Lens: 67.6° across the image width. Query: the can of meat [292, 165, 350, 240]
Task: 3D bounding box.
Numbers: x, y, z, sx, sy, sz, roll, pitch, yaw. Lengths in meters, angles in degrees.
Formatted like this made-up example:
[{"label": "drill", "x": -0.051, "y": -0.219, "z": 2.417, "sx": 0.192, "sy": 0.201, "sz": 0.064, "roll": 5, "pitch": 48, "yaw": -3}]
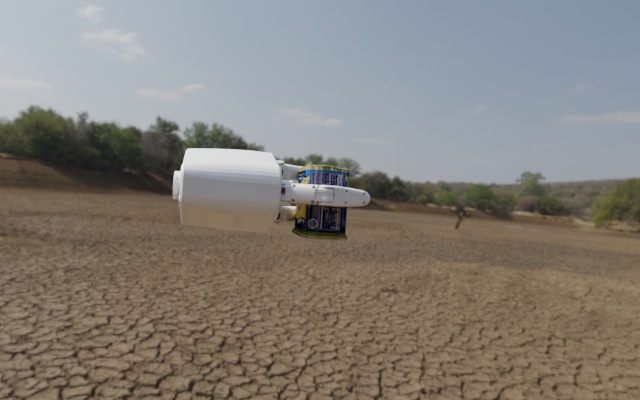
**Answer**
[{"label": "can of meat", "x": 0.000, "y": 0.002, "z": 0.586, "sx": 0.057, "sy": 0.084, "sz": 0.102, "roll": 4, "pitch": 0, "yaw": -11}]
